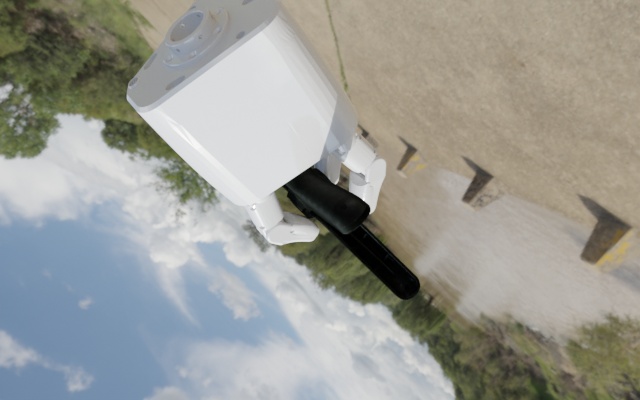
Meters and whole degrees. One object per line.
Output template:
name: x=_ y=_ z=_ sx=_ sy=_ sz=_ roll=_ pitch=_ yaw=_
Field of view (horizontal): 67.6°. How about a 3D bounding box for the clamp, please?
clamp: x=-0.001 y=0.002 z=0.419 sx=0.210 sy=0.036 sz=0.165 roll=41 pitch=-7 yaw=43
